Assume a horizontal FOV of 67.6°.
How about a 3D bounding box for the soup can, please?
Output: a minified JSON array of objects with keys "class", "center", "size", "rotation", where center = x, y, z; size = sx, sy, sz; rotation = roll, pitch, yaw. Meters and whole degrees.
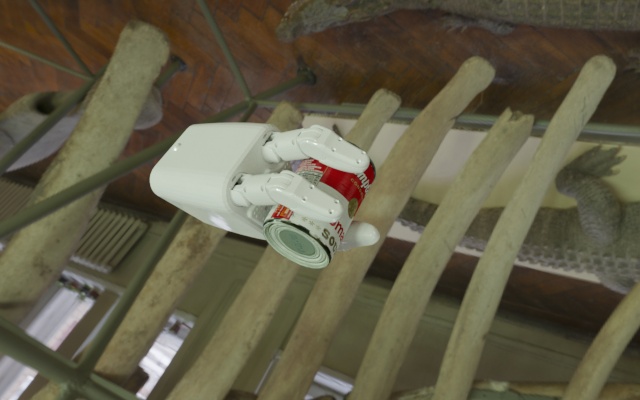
[{"class":"soup can","center":[0.000,0.002,0.433],"size":[0.068,0.102,0.069],"rotation":[22,-31,14]}]
